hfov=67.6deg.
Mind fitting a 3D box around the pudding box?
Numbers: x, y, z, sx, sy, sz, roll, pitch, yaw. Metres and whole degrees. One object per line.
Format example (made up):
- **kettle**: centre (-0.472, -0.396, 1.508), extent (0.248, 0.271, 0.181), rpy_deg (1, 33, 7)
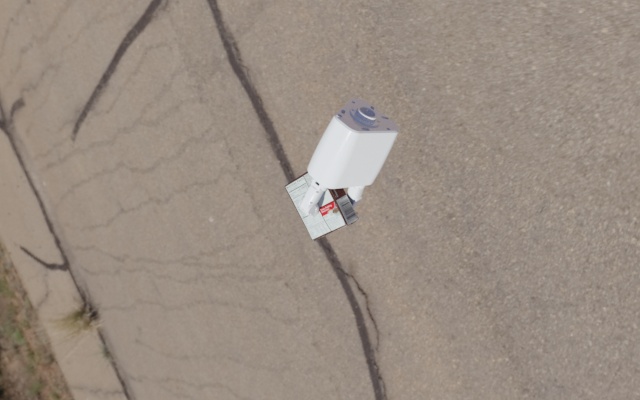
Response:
- **pudding box**: centre (0.000, 0.003, 0.815), extent (0.090, 0.113, 0.039), rpy_deg (-28, -2, 42)
